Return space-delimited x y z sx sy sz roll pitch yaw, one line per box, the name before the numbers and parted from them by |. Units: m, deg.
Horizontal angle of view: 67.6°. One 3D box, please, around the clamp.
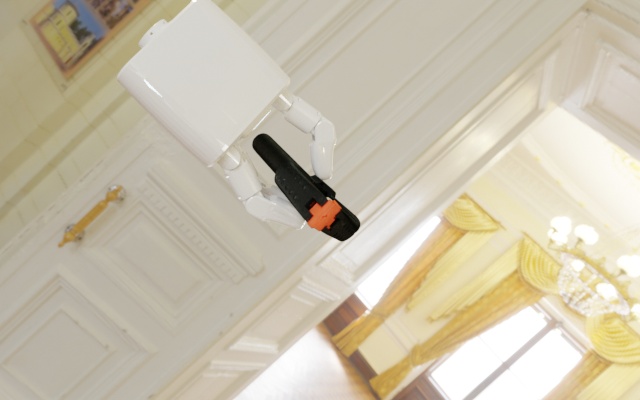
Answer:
clamp | 0.001 0.001 0.486 0.164 0.036 0.210 41 3 -17
